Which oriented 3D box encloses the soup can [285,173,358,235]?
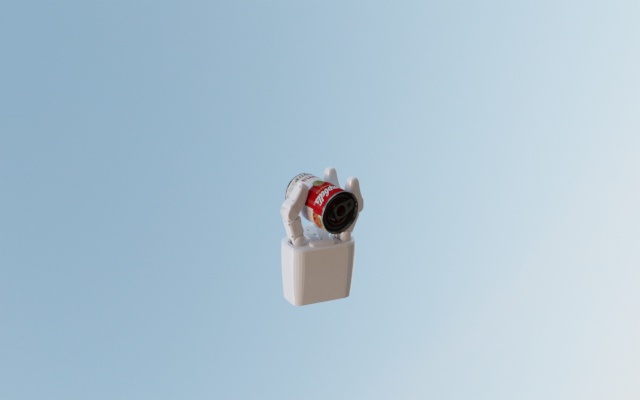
[{"bbox_3d":[0.000,0.002,0.739,0.068,0.068,0.102,0,19,-39],"label":"soup can"}]
